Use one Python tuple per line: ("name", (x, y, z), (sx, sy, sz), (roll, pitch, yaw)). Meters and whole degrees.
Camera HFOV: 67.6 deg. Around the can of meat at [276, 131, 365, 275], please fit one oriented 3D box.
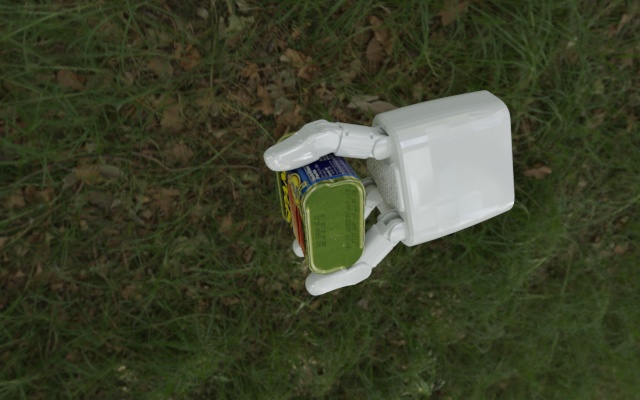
("can of meat", (0.000, 0.001, 0.418), (0.057, 0.102, 0.084), (-14, 38, -13))
